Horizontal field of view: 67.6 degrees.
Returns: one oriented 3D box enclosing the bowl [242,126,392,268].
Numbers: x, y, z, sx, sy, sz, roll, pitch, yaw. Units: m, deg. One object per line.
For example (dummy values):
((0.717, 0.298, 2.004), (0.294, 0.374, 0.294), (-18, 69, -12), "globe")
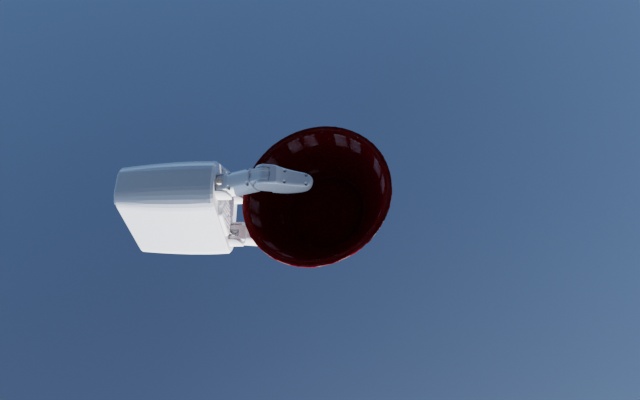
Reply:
((0.001, 0.002, 0.518), (0.162, 0.162, 0.055), (0, -24, 17), "bowl")
